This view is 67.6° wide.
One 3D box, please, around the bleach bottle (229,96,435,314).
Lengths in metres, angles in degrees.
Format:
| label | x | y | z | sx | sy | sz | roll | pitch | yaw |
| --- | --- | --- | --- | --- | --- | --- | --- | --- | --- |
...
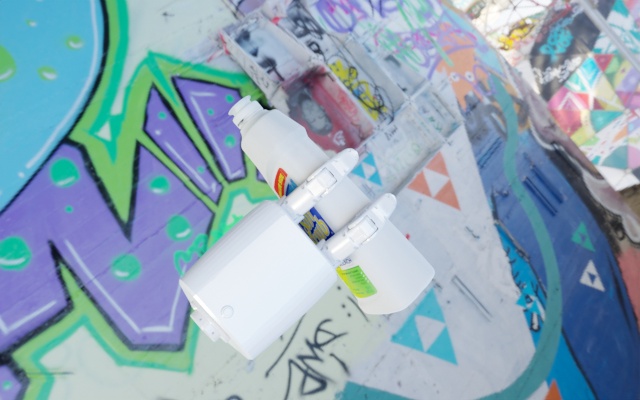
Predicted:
| label | x | y | z | sx | sy | sz | roll | pitch | yaw |
| --- | --- | --- | --- | --- | --- | --- | --- | --- | --- |
| bleach bottle | 0.000 | 0.002 | 0.484 | 0.068 | 0.251 | 0.102 | -42 | 3 | -22 |
